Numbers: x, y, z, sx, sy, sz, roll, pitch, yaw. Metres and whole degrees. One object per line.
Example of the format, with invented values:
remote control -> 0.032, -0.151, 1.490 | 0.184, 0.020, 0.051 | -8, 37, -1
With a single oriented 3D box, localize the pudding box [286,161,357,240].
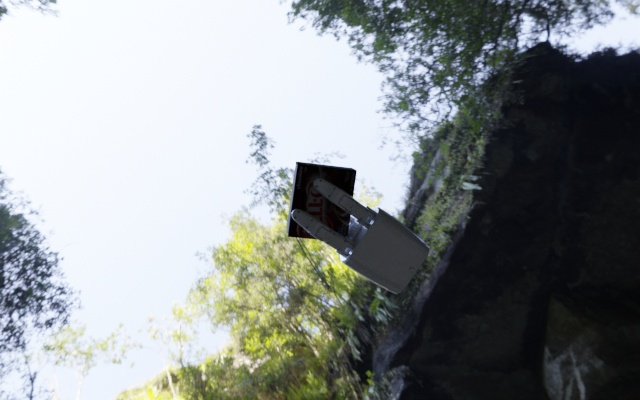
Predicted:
pudding box -> 0.000, 0.002, 0.713 | 0.090, 0.113, 0.039 | 6, 7, -12
